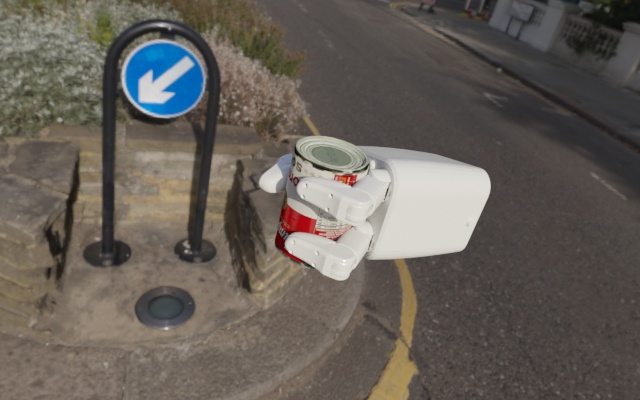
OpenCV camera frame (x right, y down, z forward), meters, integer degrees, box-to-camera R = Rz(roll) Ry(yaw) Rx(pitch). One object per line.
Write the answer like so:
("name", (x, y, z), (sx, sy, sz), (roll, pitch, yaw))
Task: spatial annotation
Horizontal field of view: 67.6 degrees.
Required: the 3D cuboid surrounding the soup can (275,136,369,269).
("soup can", (0.000, 0.001, 0.432), (0.068, 0.102, 0.068), (10, 30, -6))
